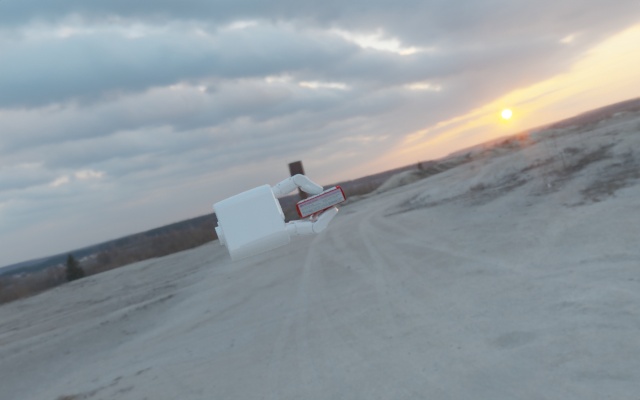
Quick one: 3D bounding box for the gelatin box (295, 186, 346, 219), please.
[{"bbox_3d":[0.000,0.002,0.875,0.089,0.030,0.073,-23,3,0],"label":"gelatin box"}]
